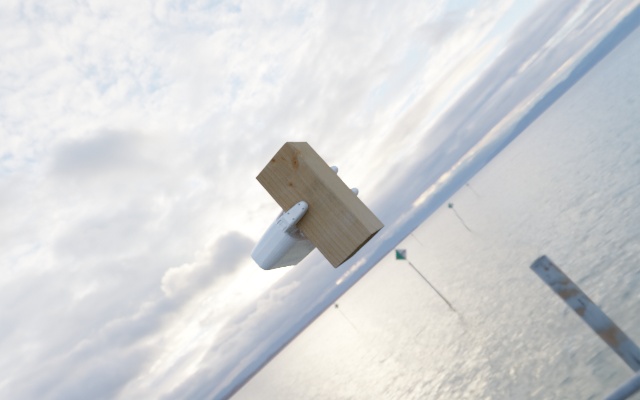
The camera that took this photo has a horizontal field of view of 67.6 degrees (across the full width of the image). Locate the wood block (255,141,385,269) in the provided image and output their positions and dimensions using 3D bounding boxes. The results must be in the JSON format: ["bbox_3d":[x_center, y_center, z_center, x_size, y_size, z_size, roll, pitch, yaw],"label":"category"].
[{"bbox_3d":[0.000,0.003,0.816,0.090,0.206,0.091,-46,-10,21],"label":"wood block"}]
